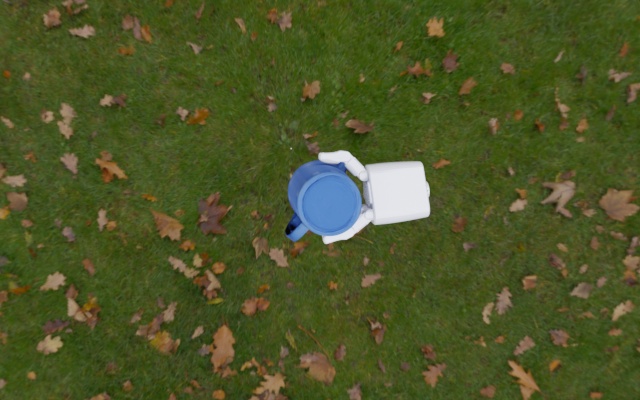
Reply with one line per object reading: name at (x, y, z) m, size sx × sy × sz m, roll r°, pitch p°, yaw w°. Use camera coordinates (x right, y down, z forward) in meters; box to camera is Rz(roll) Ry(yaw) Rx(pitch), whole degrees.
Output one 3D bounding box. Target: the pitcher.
pitcher at (0.000, 0.003, 0.894) m, size 0.145 × 0.149 × 0.243 m, roll -5°, pitch 7°, yaw -3°
